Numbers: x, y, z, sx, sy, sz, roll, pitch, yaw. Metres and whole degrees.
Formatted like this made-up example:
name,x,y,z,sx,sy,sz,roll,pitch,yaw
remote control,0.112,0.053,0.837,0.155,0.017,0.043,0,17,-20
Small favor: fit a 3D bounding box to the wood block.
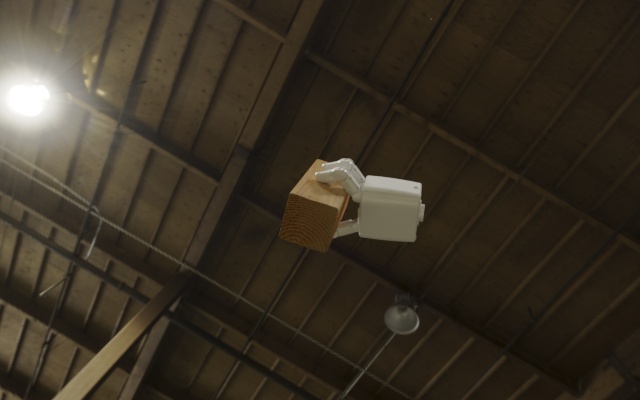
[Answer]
name,x,y,z,sx,sy,sz,roll,pitch,yaw
wood block,0.000,0.003,0.899,0.090,0.091,0.206,18,23,6
